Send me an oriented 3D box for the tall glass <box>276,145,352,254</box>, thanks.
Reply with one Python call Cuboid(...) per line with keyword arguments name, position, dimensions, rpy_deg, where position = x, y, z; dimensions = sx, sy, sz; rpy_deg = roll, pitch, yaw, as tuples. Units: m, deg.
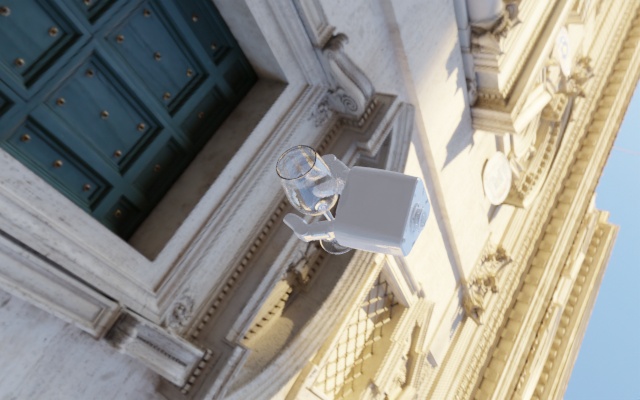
Cuboid(name="tall glass", position=(0.000, 0.003, 0.737), dimensions=(0.079, 0.079, 0.201), rpy_deg=(0, -34, 25))
